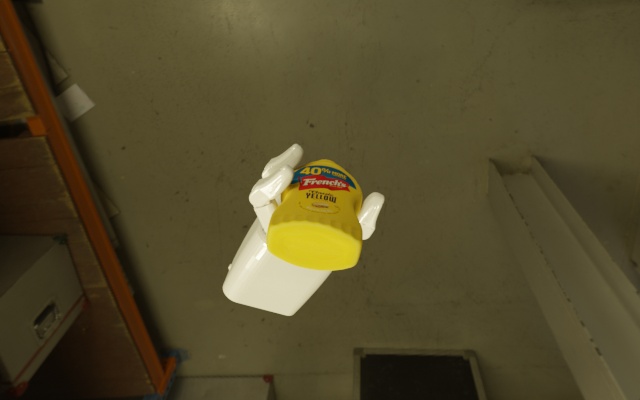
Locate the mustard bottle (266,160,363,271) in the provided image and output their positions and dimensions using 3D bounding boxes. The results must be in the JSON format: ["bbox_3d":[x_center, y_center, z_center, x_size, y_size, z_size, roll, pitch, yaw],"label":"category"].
[{"bbox_3d":[0.000,0.002,0.552,0.096,0.058,0.191,9,29,0],"label":"mustard bottle"}]
